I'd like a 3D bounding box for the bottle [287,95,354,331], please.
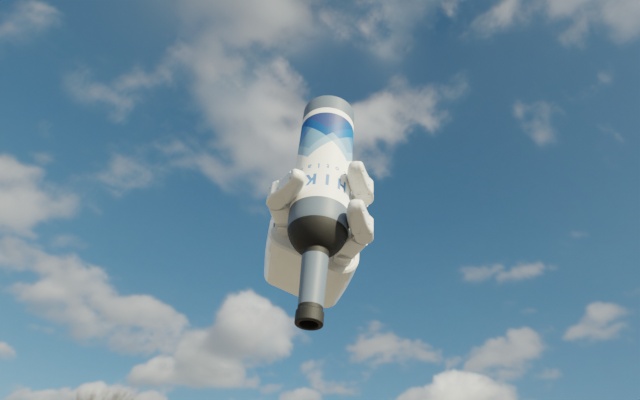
[{"bbox_3d":[0.000,0.001,0.535,0.069,0.295,0.069,3,-39,3],"label":"bottle"}]
